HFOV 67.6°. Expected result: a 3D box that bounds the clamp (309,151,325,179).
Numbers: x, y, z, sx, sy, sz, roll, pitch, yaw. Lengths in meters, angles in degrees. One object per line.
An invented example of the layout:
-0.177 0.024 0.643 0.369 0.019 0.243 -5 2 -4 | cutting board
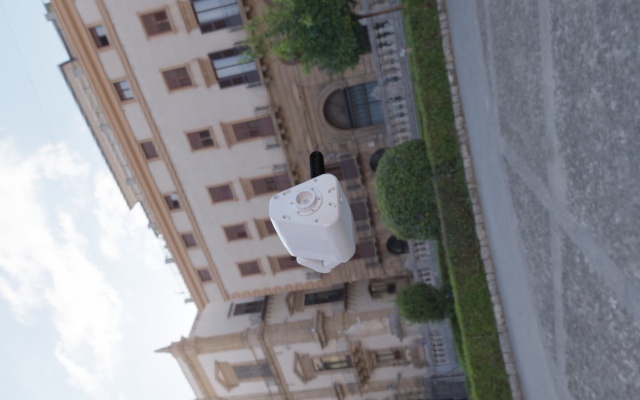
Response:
0.000 0.003 0.830 0.039 0.171 0.120 -10 -37 10 | clamp
